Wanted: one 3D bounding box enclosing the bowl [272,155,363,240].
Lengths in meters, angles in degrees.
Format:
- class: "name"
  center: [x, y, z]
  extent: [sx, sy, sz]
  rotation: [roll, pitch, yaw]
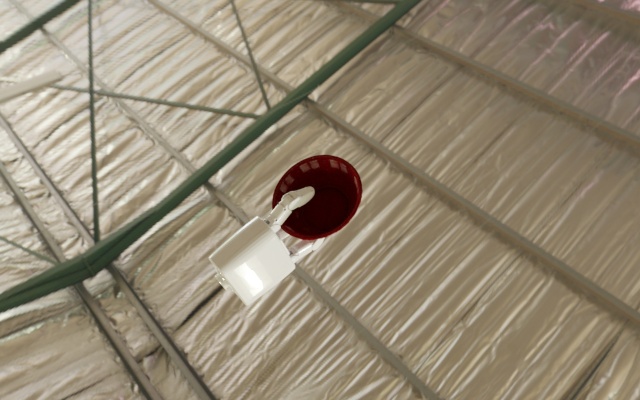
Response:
- class: "bowl"
  center: [0.001, 0.002, 0.827]
  extent: [0.162, 0.162, 0.055]
  rotation: [0, -26, 21]
